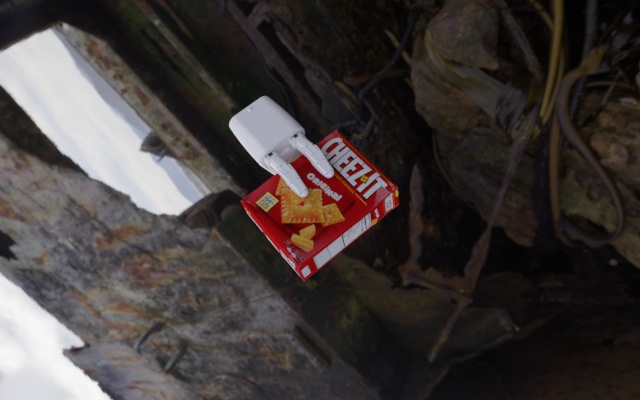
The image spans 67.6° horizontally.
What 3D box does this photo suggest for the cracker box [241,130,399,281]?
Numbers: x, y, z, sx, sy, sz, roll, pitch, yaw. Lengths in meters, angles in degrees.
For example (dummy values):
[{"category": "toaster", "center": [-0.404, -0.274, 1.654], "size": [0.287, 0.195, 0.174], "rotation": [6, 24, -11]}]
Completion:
[{"category": "cracker box", "center": [0.000, 0.003, 0.810], "size": [0.213, 0.164, 0.072], "rotation": [-38, -26, -11]}]
